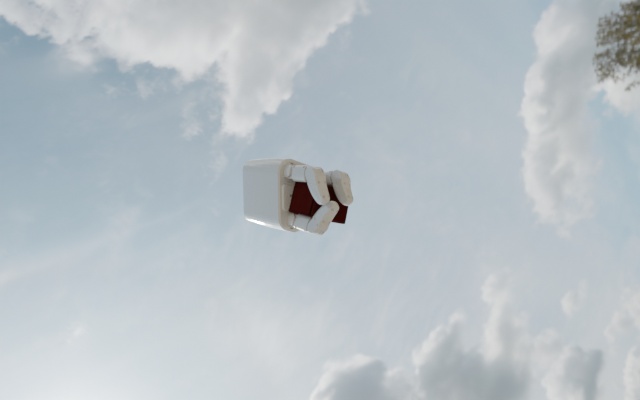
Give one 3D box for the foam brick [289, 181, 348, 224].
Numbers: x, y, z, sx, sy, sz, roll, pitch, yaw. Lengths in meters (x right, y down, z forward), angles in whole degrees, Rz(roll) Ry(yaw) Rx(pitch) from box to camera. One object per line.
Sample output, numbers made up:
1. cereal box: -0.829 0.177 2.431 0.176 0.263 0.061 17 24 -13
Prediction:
1. foam brick: 0.000 0.003 0.748 0.078 0.053 0.051 17 -7 -43
